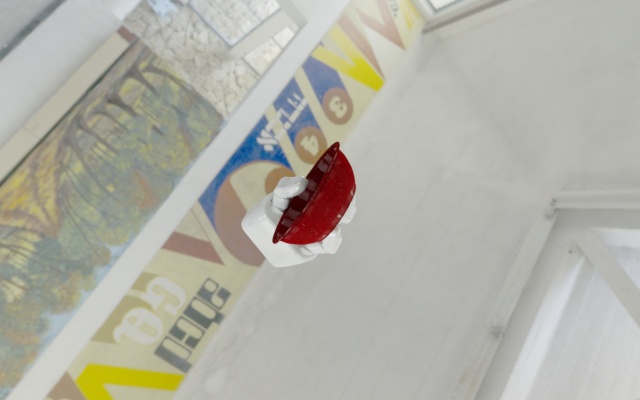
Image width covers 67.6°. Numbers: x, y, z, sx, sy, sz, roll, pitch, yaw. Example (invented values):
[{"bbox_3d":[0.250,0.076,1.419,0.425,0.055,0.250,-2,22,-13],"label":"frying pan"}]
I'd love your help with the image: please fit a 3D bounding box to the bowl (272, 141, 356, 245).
[{"bbox_3d":[0.001,0.002,0.641,0.055,0.162,0.162,33,-6,-9],"label":"bowl"}]
